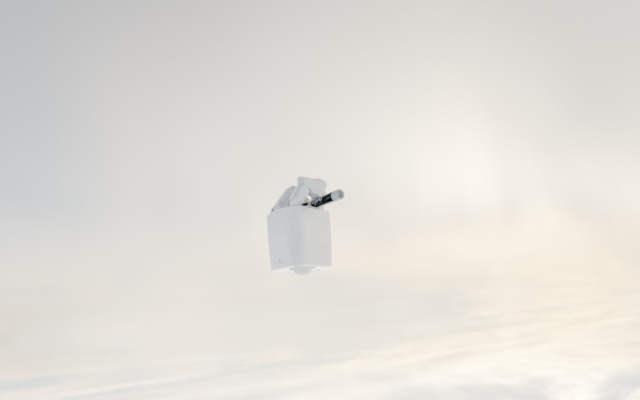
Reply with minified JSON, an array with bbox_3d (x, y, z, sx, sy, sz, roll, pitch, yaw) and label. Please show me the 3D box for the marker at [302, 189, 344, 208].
[{"bbox_3d":[0.000,0.003,0.862,0.020,0.020,0.121,0,-13,-35],"label":"marker"}]
